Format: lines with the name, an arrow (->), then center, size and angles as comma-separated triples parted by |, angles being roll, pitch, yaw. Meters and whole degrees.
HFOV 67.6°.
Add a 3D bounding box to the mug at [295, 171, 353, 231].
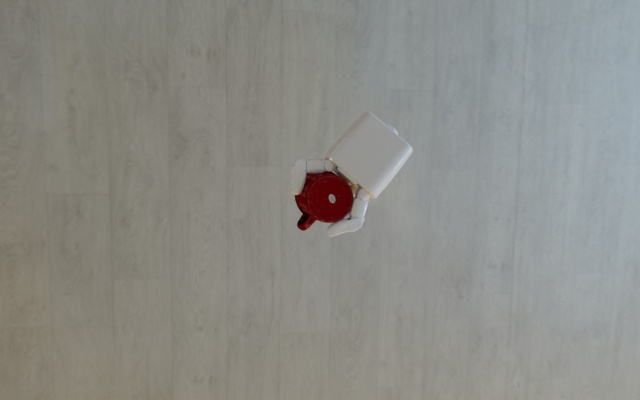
mug -> -0.001, 0.004, 0.816 | 0.093, 0.117, 0.081 | 41, -3, -13
